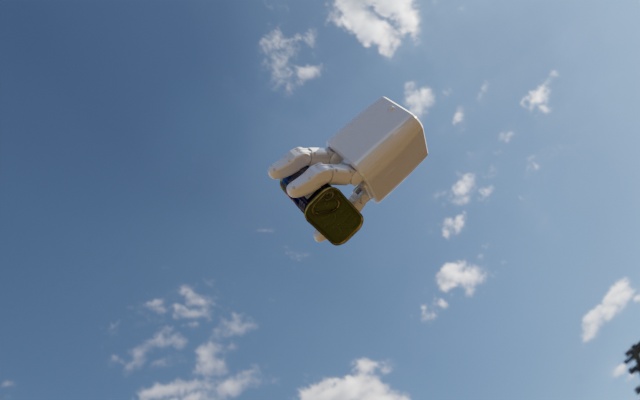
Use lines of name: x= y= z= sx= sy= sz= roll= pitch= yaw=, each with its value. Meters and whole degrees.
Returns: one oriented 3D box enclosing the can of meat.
can of meat: x=0.000 y=0.002 z=0.656 sx=0.102 sy=0.057 sz=0.084 roll=45 pitch=1 yaw=-45
